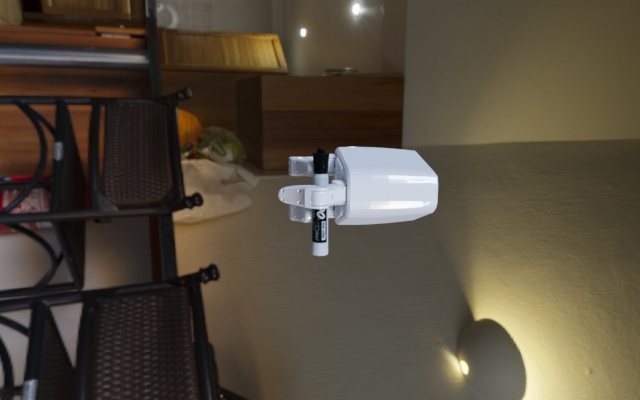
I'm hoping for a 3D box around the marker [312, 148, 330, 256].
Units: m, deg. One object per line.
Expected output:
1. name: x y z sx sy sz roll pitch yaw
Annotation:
1. marker: 0.000 0.002 0.538 0.020 0.121 0.020 1 9 0
